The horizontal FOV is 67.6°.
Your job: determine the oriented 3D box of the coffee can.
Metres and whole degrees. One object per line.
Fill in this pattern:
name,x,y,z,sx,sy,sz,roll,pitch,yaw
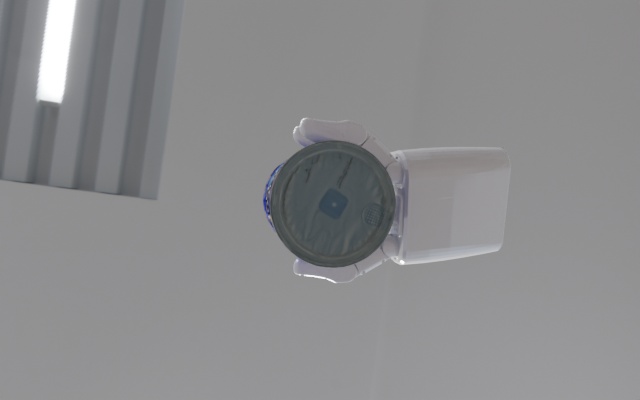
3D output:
coffee can,0.000,0.002,0.448,0.103,0.103,0.140,0,1,-9
